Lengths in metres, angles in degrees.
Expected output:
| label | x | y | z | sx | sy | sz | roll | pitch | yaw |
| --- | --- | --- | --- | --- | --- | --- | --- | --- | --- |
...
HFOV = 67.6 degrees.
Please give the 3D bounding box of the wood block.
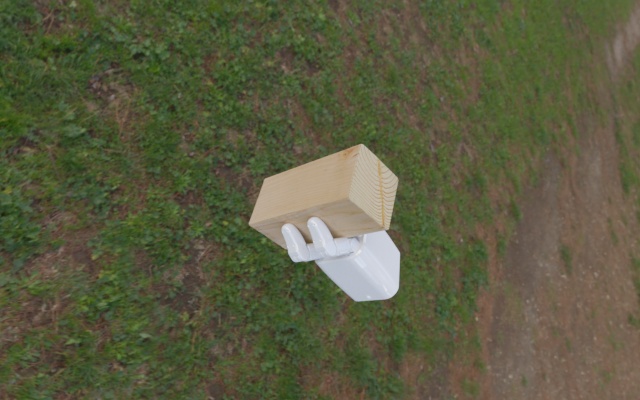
| label | x | y | z | sx | sy | sz | roll | pitch | yaw |
| --- | --- | --- | --- | --- | --- | --- | --- | --- | --- |
| wood block | 0.001 | 0.002 | 0.710 | 0.206 | 0.090 | 0.090 | -16 | -43 | 42 |
